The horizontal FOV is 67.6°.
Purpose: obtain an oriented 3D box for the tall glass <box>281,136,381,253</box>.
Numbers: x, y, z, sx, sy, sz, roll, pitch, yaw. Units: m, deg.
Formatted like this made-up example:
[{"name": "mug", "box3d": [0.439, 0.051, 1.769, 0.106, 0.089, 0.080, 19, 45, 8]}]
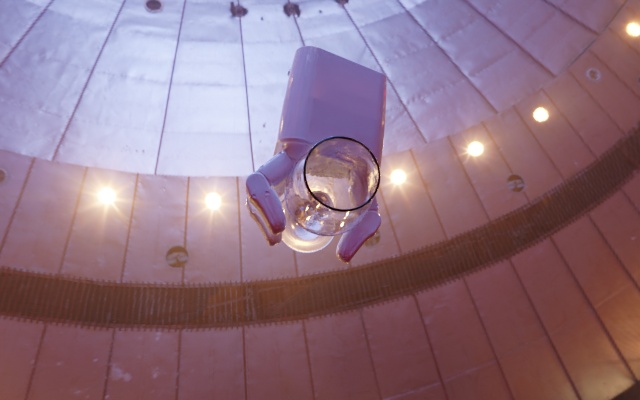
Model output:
[{"name": "tall glass", "box3d": [0.000, 0.002, 0.466, 0.079, 0.079, 0.201, 0, -13, -10]}]
